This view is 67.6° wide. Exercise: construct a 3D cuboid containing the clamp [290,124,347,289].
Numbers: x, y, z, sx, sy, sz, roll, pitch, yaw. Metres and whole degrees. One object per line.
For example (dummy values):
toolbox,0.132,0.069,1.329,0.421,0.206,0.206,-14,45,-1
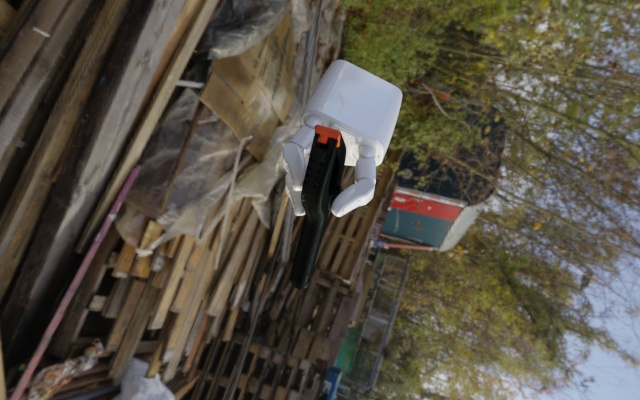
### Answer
clamp,0.001,0.002,0.567,0.036,0.164,0.210,17,-31,11
